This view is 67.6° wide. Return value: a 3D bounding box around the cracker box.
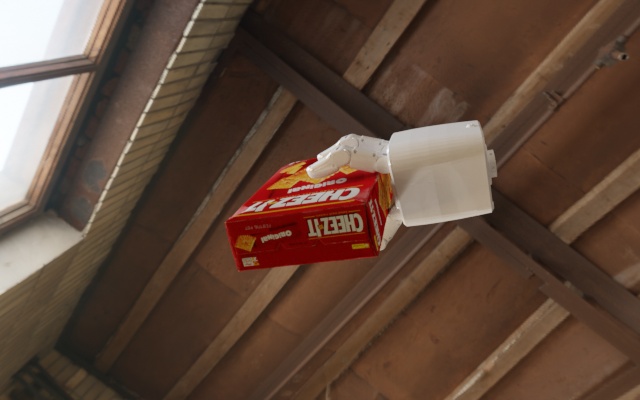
[{"bbox_3d":[0.000,0.002,0.601,0.164,0.072,0.213,-9,18,17],"label":"cracker box"}]
